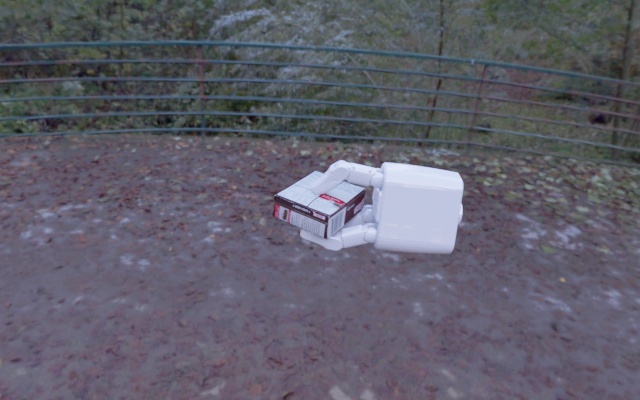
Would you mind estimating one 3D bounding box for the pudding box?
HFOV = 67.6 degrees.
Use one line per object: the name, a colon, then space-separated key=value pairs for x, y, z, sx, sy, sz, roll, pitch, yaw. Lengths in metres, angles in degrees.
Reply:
pudding box: x=0.000 y=0.002 z=0.673 sx=0.090 sy=0.039 sz=0.113 roll=20 pitch=29 yaw=24
